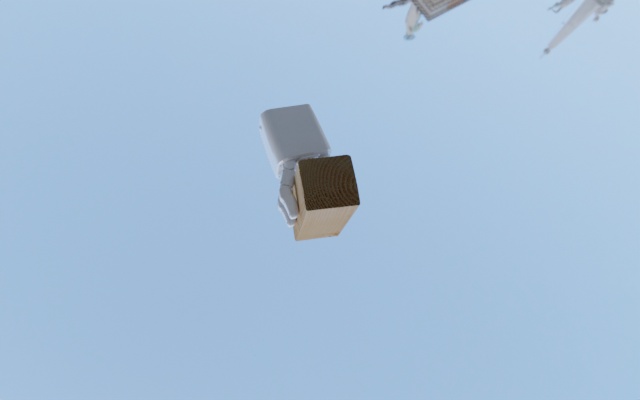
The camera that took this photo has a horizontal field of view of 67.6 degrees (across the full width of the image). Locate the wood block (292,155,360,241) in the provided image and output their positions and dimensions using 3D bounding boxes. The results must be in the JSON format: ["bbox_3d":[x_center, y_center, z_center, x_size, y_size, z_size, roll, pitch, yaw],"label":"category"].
[{"bbox_3d":[0.000,0.002,0.858,0.091,0.090,0.206,-7,-17,-10],"label":"wood block"}]
